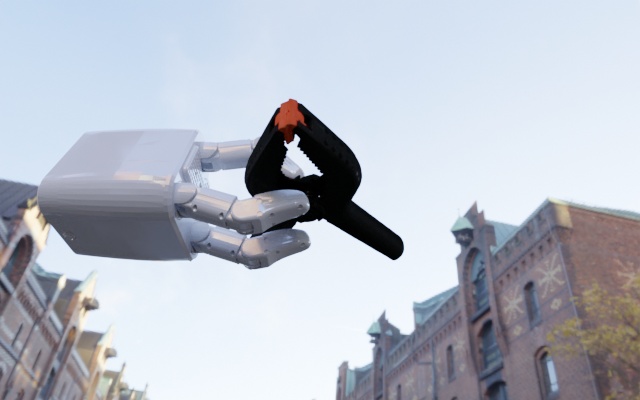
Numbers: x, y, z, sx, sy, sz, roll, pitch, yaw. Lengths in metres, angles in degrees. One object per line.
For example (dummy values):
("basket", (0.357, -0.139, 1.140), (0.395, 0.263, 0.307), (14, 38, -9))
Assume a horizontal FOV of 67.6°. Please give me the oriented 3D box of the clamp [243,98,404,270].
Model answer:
("clamp", (0.000, 0.000, 0.413), (0.164, 0.036, 0.210), (-1, -37, 0))
